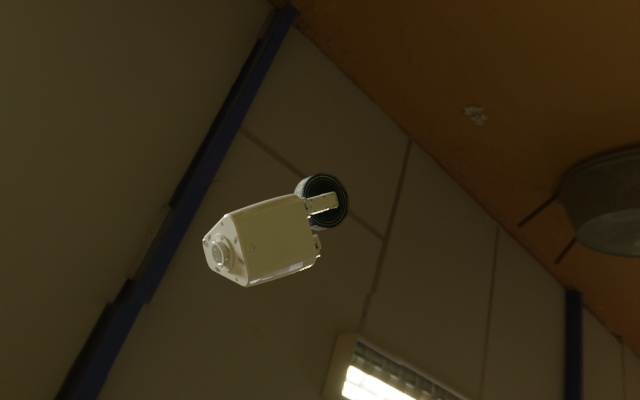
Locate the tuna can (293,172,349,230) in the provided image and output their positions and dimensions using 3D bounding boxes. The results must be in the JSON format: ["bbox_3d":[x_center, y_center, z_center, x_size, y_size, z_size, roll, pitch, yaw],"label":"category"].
[{"bbox_3d":[0.000,0.002,0.730,0.086,0.086,0.034,0,-10,-35],"label":"tuna can"}]
